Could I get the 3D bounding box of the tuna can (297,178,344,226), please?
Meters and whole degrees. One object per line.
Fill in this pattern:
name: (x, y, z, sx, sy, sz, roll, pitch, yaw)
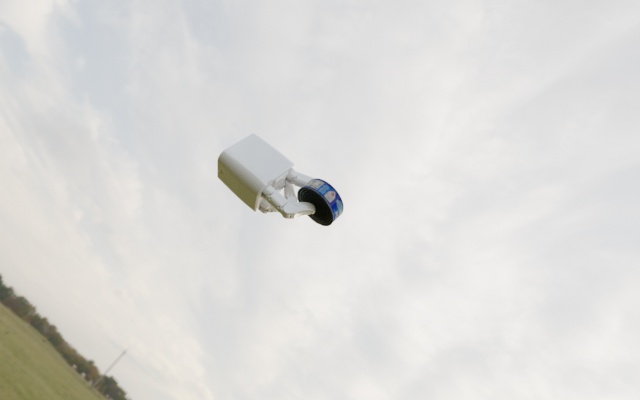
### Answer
tuna can: (0.001, 0.003, 0.864, 0.033, 0.086, 0.086, -41, 24, -30)
